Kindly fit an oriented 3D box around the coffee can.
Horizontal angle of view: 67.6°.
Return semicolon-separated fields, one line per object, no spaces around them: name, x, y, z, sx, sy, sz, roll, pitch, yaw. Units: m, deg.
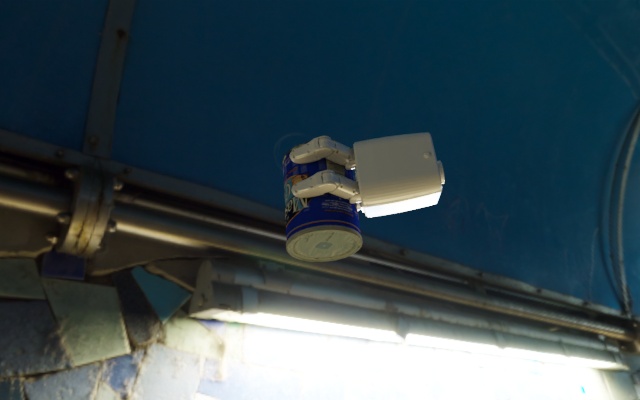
coffee can;0.000;0.002;0.673;0.103;0.140;0.103;-4;-30;-2
